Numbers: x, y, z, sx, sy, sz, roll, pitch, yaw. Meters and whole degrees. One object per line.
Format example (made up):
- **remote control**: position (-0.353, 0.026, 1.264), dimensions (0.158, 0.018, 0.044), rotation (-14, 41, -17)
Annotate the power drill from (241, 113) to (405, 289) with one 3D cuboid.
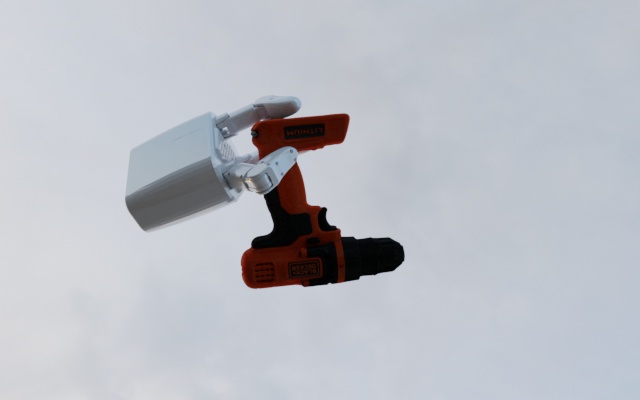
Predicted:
- **power drill**: position (0.000, 0.001, 0.522), dimensions (0.184, 0.187, 0.057), rotation (-5, 8, -10)
